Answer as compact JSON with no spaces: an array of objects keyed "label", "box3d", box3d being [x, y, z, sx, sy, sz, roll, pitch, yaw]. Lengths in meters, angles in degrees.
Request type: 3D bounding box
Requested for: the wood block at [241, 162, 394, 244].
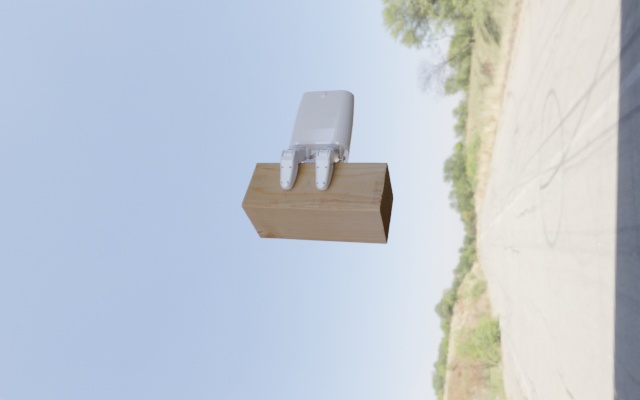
[{"label":"wood block","box3d":[0.000,0.002,0.729,0.206,0.090,0.091,1,-36,18]}]
